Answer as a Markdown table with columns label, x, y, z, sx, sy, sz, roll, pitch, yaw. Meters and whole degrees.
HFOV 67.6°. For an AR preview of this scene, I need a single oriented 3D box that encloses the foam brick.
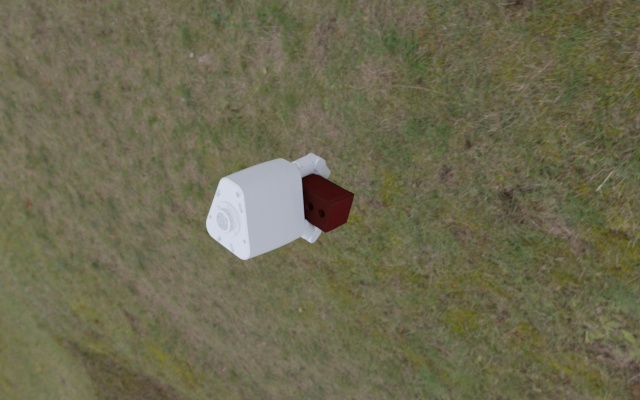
| label | x | y | z | sx | sy | sz | roll | pitch | yaw |
| --- | --- | --- | --- | --- | --- | --- | --- | --- | --- |
| foam brick | 0.000 | 0.002 | 0.702 | 0.078 | 0.053 | 0.051 | 30 | 34 | 31 |
